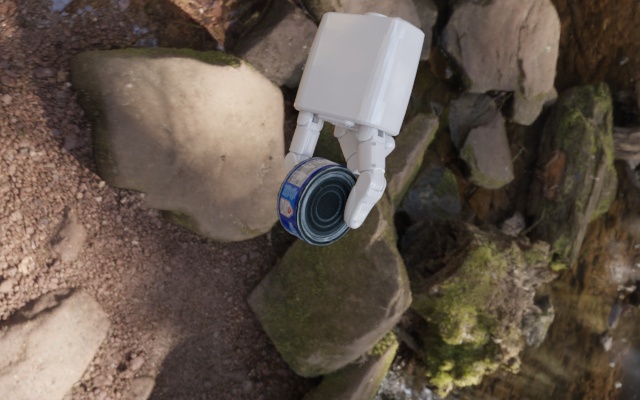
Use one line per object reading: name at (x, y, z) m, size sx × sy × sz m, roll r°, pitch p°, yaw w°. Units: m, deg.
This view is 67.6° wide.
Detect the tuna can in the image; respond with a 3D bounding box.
tuna can at (0.000, 0.002, 0.483) m, size 0.086 × 0.086 × 0.033 m, roll 0°, pitch 18°, yaw -41°
